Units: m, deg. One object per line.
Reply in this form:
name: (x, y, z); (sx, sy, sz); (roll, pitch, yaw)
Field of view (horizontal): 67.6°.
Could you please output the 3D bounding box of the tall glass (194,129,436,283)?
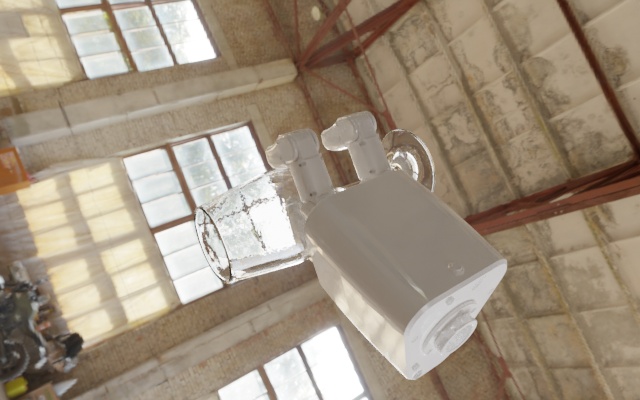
tall glass: (0.001, 0.001, 0.402); (0.201, 0.079, 0.079); (-22, 10, -28)
